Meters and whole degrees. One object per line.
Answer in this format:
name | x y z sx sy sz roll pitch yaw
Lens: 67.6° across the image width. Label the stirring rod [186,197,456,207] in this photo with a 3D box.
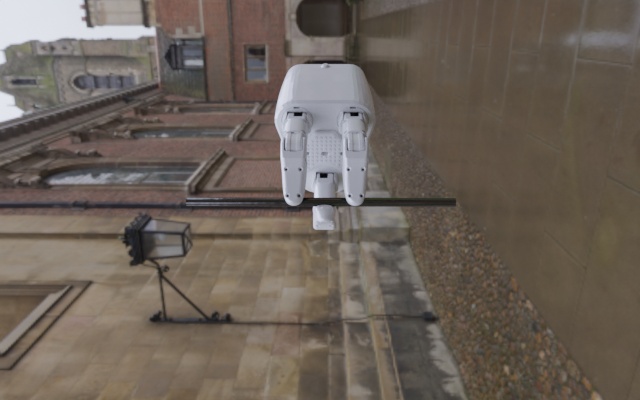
stirring rod | 0.000 0.001 0.429 0.239 0.011 0.011 0 0 1
